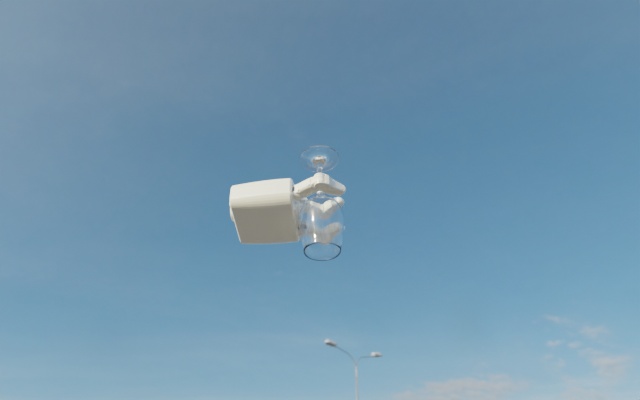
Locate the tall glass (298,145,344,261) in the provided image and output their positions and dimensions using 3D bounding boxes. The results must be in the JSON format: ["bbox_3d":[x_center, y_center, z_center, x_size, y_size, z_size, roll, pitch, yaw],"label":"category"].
[{"bbox_3d":[0.000,0.002,0.832,0.079,0.200,0.079,-2,-36,-1],"label":"tall glass"}]
